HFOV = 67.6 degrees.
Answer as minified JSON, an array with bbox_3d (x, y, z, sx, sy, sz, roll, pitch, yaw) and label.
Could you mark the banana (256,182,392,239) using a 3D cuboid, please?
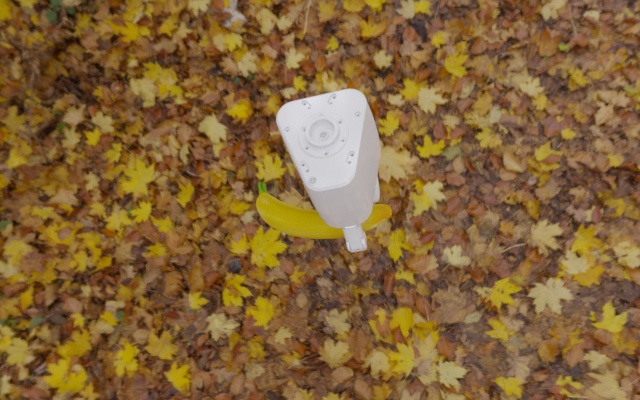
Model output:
[{"bbox_3d":[-0.009,0.018,0.629,0.198,0.069,0.037,12,-19,19],"label":"banana"}]
